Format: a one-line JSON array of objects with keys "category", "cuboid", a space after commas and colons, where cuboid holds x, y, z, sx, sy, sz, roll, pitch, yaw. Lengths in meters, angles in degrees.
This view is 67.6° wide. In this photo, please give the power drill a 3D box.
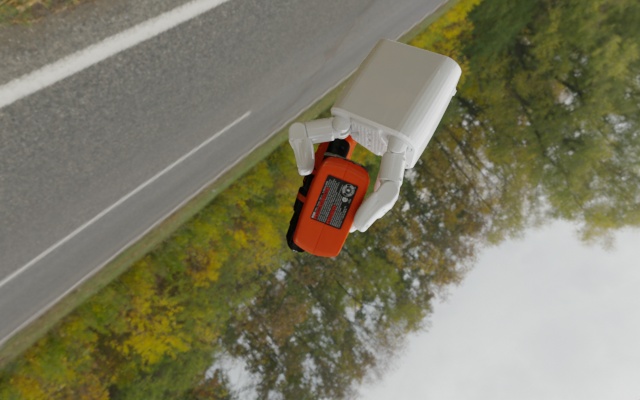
[{"category": "power drill", "cuboid": [0.000, 0.002, 0.584, 0.057, 0.184, 0.187, 18, 12, -8]}]
